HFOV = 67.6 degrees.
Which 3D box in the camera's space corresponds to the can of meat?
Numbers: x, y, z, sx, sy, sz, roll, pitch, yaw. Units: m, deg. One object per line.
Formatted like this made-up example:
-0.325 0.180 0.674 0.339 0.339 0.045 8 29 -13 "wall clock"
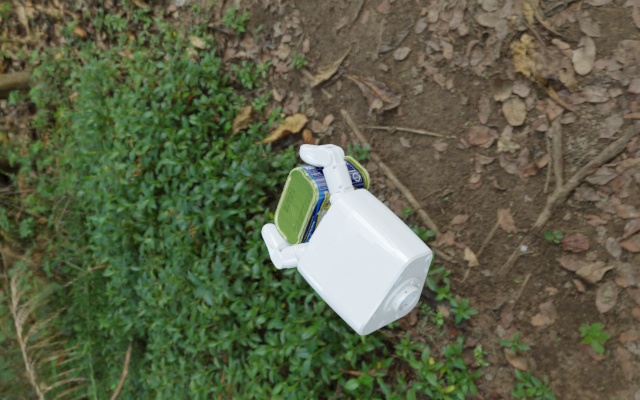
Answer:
0.000 0.002 0.573 0.084 0.102 0.057 -13 48 -39 "can of meat"
